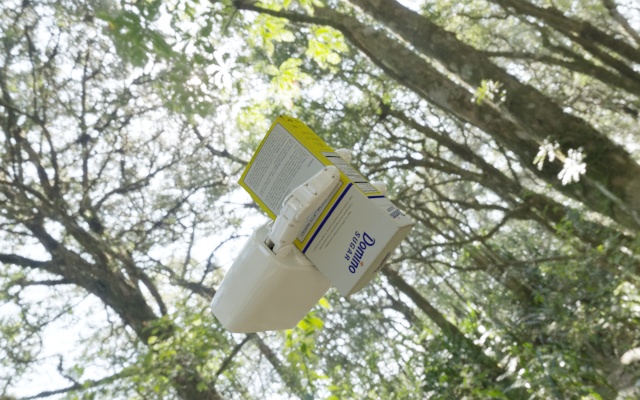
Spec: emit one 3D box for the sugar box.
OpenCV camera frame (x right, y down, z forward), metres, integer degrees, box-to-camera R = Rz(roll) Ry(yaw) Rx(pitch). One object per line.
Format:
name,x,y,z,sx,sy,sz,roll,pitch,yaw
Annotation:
sugar box,0.000,0.002,0.485,0.176,0.093,0.048,44,25,21
